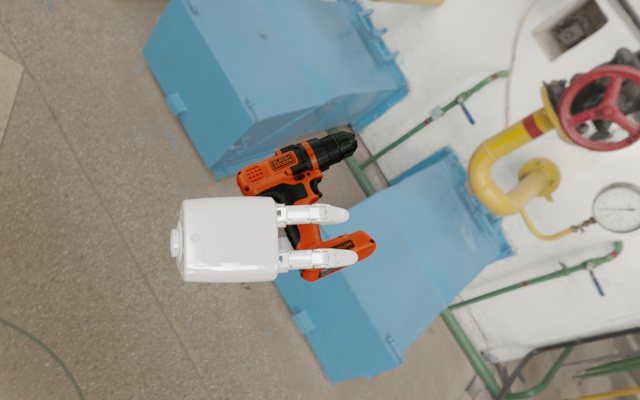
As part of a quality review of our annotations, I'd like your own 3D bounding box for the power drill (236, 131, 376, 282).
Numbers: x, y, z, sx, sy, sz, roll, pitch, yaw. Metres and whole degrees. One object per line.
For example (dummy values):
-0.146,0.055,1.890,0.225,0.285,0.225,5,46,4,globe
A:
0.000,0.003,0.655,0.184,0.187,0.057,-24,-22,-12,power drill
